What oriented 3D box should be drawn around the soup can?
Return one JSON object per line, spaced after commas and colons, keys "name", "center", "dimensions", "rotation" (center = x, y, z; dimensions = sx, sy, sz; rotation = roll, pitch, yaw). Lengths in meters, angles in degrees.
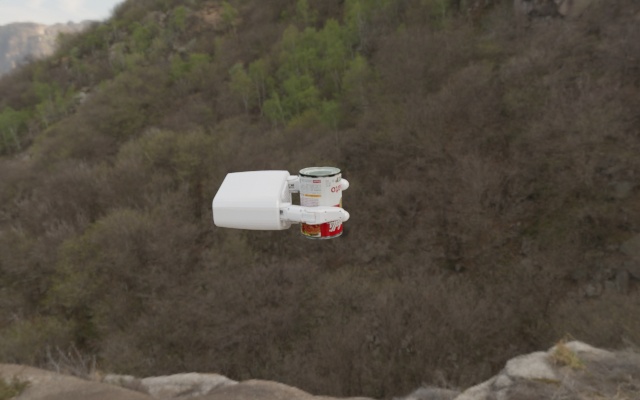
{"name": "soup can", "center": [0.001, 0.002, 0.759], "dimensions": [0.068, 0.102, 0.068], "rotation": [-2, 15, 0]}
